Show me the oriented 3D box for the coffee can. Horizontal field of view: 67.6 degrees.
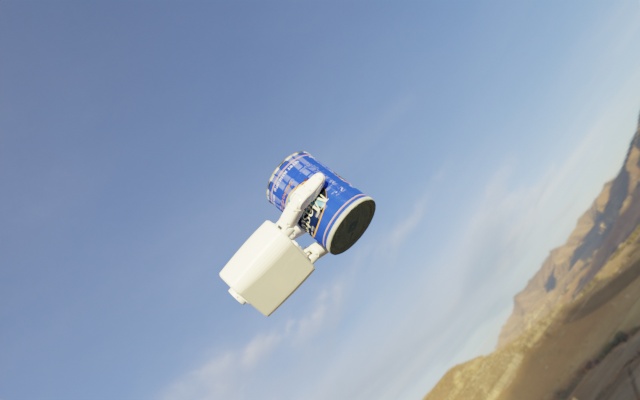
[{"bbox_3d":[0.000,0.002,0.743,0.140,0.103,0.103,38,19,27],"label":"coffee can"}]
